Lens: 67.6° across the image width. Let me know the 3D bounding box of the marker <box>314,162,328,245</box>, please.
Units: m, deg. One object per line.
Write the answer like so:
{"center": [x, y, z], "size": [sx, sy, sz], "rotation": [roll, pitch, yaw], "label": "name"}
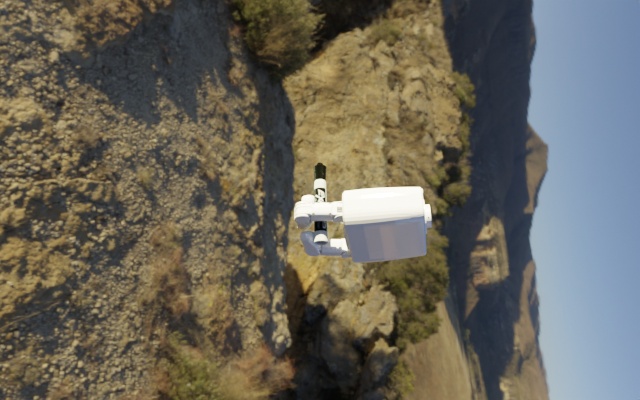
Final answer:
{"center": [0.000, 0.002, 0.667], "size": [0.020, 0.121, 0.020], "rotation": [-1, -24, 0], "label": "marker"}
